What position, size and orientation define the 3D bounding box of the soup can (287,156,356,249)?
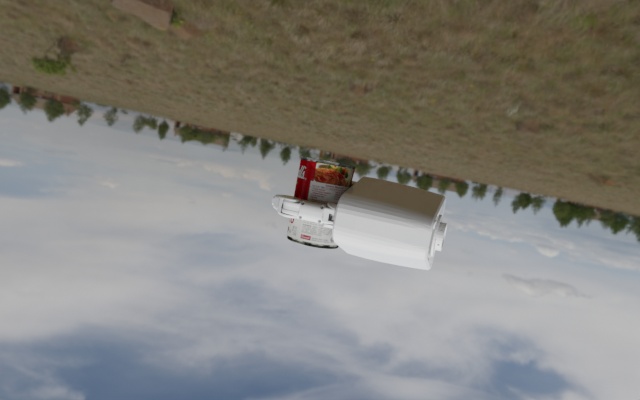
[{"bbox_3d":[0.000,0.002,0.583,0.068,0.102,0.068,11,5,-1],"label":"soup can"}]
